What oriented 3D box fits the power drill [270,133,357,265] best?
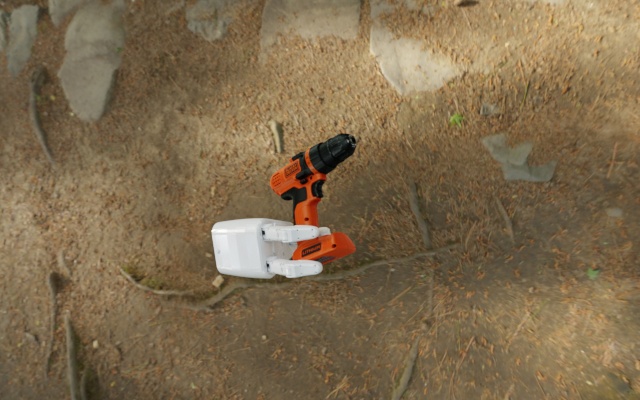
[{"bbox_3d":[0.000,0.003,0.772,0.057,0.187,0.184,11,-30,-43],"label":"power drill"}]
